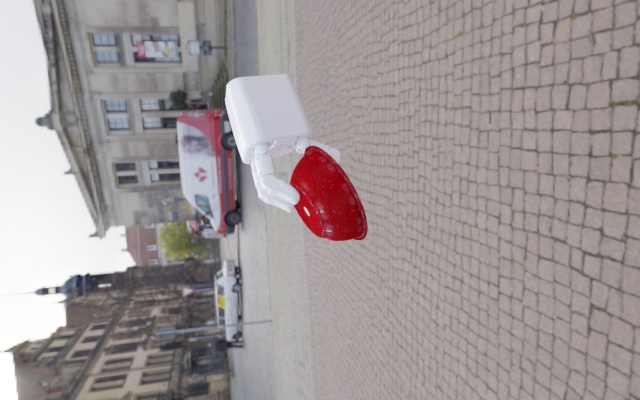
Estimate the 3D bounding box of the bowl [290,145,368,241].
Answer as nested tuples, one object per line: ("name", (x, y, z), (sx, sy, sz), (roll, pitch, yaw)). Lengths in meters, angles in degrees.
("bowl", (0.001, 0.004, 0.707), (0.055, 0.162, 0.162), (-31, 10, -18))
